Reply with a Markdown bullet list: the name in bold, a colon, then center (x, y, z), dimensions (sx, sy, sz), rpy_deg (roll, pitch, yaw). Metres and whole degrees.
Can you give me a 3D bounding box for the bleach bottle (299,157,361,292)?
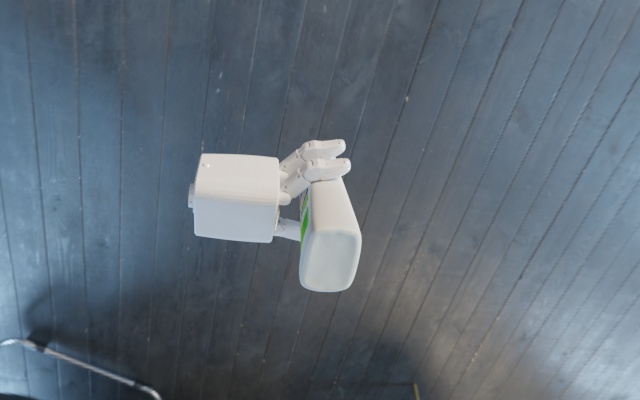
- **bleach bottle**: center (0.000, 0.002, 0.653), dimensions (0.068, 0.103, 0.250), rpy_deg (5, 32, -10)
